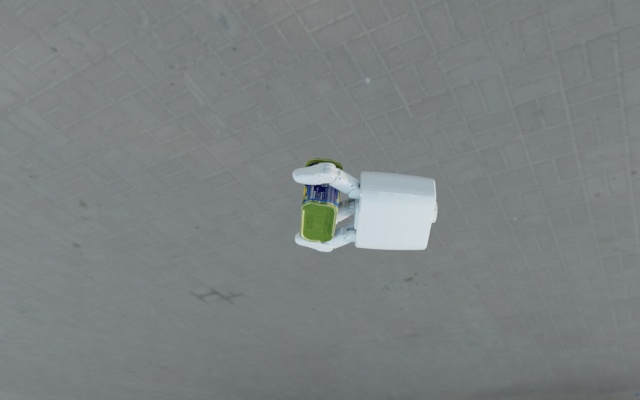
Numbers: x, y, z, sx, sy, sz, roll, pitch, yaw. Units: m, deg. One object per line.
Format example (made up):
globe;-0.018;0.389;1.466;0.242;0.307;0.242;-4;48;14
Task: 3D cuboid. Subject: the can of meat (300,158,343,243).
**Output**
can of meat;0.000;0.003;0.711;0.057;0.084;0.102;6;-39;0
